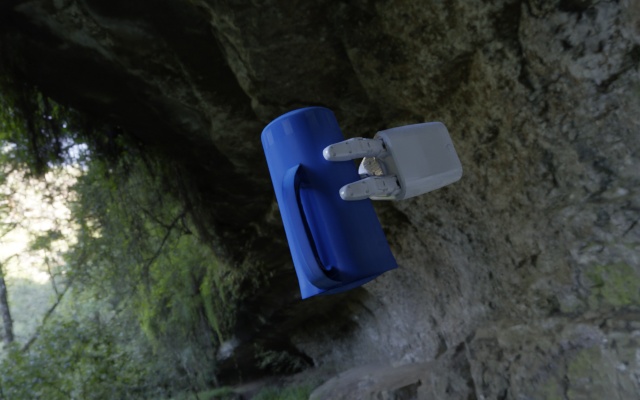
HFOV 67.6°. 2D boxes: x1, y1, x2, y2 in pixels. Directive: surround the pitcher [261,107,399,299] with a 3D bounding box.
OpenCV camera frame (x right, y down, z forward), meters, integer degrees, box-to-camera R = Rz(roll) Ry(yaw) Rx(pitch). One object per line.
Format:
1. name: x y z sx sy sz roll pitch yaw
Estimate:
1. pitcher: 0.000 0.002 0.638 0.145 0.242 0.149 -15 -11 -21
